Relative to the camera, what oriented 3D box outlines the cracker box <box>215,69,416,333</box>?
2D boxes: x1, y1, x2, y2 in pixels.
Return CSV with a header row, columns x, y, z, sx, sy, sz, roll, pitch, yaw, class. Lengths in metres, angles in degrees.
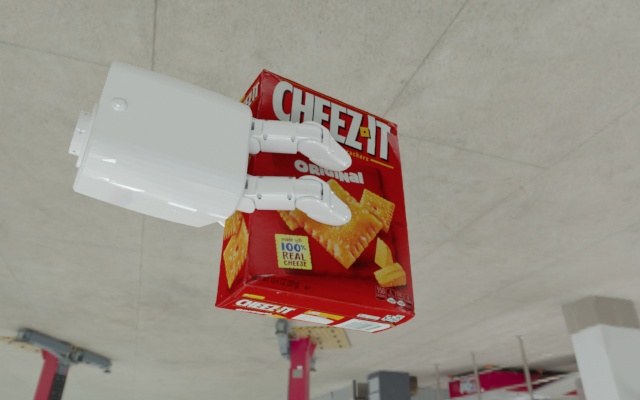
x,y,z,sx,sy,sz,roll,pitch,yaw,class
0.000,0.002,0.444,0.164,0.213,0.072,17,-33,-27,cracker box
